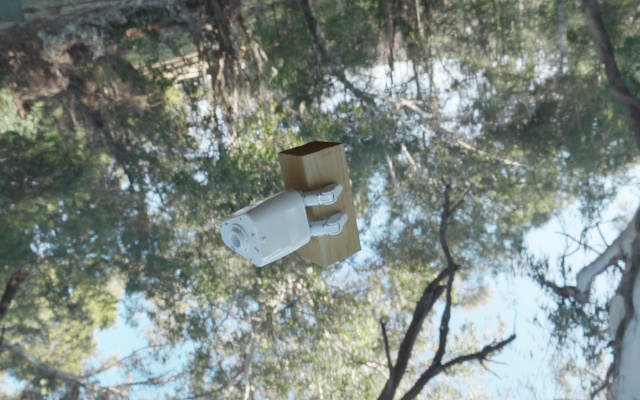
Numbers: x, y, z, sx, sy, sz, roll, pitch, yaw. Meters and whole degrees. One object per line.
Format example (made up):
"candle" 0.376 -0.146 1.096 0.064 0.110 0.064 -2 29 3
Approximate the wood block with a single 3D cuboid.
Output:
"wood block" 0.000 0.003 0.873 0.090 0.206 0.091 -22 21 -30
